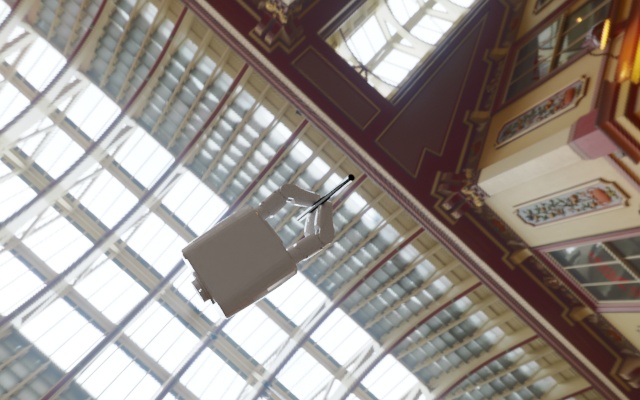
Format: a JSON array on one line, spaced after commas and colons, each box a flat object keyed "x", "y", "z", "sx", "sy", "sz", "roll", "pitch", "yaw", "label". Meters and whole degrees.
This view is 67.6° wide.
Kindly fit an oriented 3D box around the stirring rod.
[{"x": 0.000, "y": 0.002, "z": 0.633, "sx": 0.011, "sy": 0.011, "sz": 0.239, "roll": 0, "pitch": -13, "yaw": -17, "label": "stirring rod"}]
